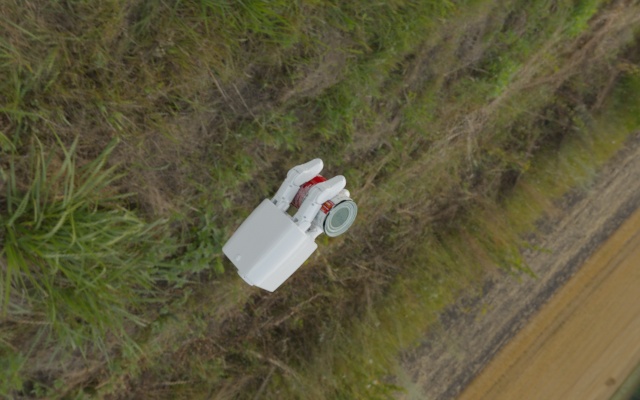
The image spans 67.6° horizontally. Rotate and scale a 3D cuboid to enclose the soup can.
[{"bbox_3d":[0.001,0.002,0.752,0.068,0.068,0.102,0,31,-46],"label":"soup can"}]
